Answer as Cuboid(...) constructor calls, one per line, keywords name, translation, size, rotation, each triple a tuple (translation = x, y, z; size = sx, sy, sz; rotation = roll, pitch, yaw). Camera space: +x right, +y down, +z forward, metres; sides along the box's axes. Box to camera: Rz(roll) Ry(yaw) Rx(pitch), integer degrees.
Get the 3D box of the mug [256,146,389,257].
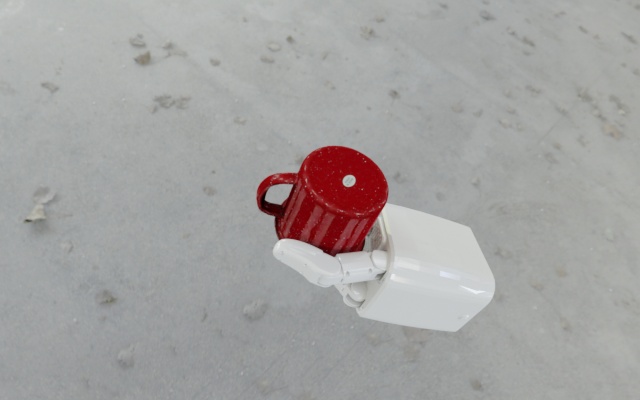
Cuboid(name="mug", translation=(-0.001, 0.001, 0.437), size=(0.117, 0.093, 0.081), rotation=(14, -40, -10))
